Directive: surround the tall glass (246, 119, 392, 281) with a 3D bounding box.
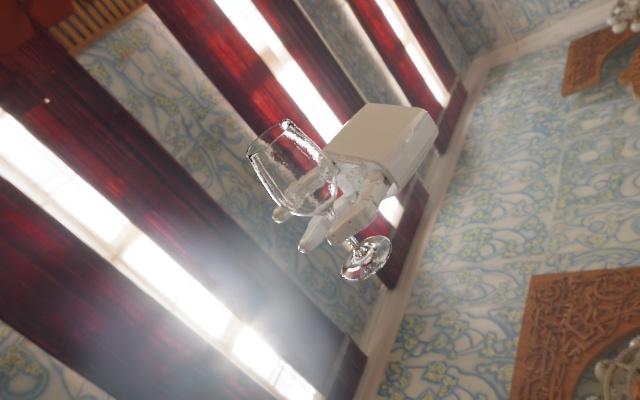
[{"bbox_3d":[0.000,0.002,0.559,0.079,0.201,0.079,-32,25,17],"label":"tall glass"}]
